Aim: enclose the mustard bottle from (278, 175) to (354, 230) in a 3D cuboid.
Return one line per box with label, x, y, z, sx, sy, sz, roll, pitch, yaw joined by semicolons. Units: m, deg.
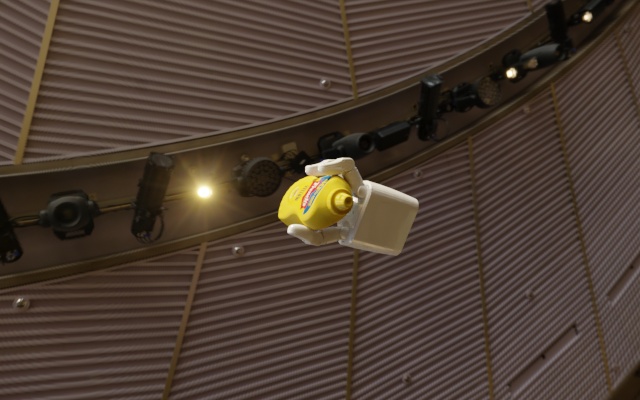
mustard bottle;0.000;0.002;0.780;0.058;0.096;0.191;42;-17;-20
